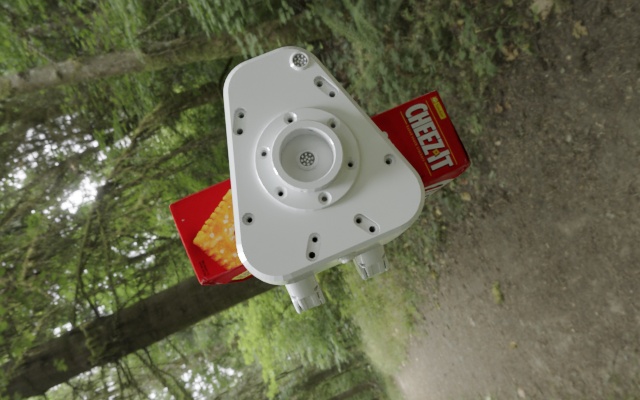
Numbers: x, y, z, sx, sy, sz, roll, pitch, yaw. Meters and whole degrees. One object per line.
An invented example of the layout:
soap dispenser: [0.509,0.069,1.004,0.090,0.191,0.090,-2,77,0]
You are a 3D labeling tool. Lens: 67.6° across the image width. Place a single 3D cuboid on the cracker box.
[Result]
cracker box: [0.000,0.001,0.417,0.213,0.072,0.164,-23,-7,-5]
